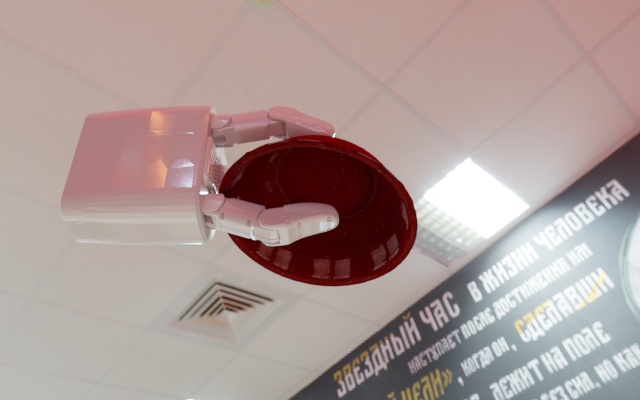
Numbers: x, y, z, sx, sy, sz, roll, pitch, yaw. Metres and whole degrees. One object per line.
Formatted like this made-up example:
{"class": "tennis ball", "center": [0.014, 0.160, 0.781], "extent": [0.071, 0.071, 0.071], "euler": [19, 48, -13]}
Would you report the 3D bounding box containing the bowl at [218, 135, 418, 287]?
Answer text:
{"class": "bowl", "center": [0.001, 0.001, 0.400], "extent": [0.162, 0.162, 0.055], "euler": [0, 42, 13]}
